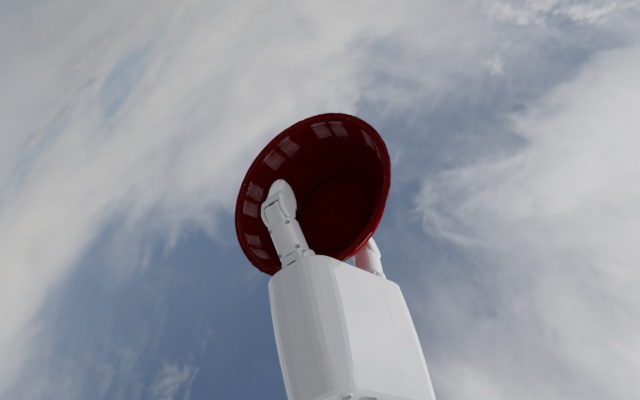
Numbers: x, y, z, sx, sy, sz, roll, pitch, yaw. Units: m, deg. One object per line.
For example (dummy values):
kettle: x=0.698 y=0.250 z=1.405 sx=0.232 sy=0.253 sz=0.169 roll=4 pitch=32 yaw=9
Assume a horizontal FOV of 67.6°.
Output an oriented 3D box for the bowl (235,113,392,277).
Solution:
bowl: x=0.000 y=0.000 z=0.444 sx=0.162 sy=0.162 sz=0.055 roll=0 pitch=-23 yaw=33
